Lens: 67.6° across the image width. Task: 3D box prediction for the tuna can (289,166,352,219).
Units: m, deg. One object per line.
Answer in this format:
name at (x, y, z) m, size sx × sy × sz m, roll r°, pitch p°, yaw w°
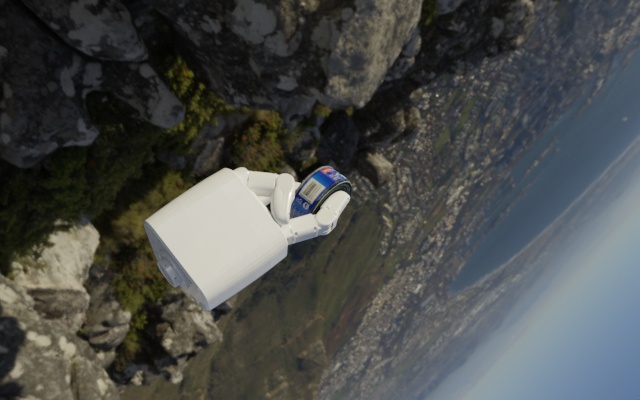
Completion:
tuna can at (0.001, 0.002, 0.588) m, size 0.033 × 0.086 × 0.086 m, roll 37°, pitch 17°, yaw 23°
